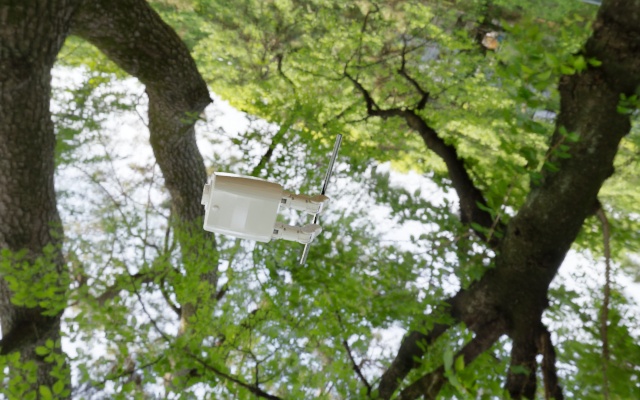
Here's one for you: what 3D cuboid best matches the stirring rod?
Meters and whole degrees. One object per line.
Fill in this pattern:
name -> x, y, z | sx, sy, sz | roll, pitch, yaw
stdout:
stirring rod -> 0.000, 0.003, 0.806 | 0.011, 0.240, 0.011 | 14, 20, -5
